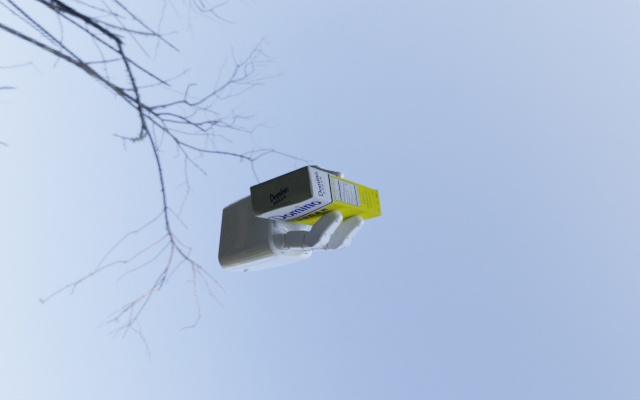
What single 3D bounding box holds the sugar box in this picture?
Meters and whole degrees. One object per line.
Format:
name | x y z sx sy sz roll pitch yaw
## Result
sugar box | 0.000 0.003 0.630 0.093 0.048 0.176 -18 -15 31
